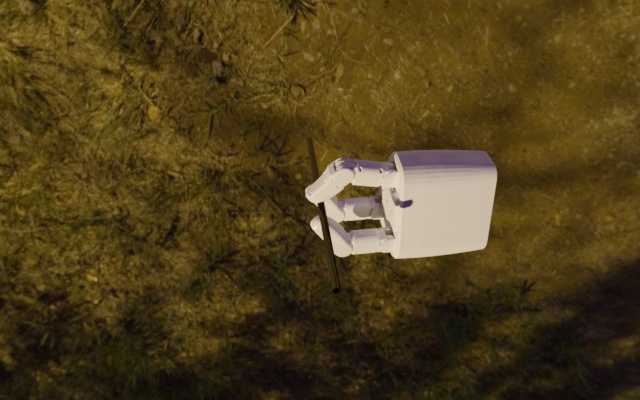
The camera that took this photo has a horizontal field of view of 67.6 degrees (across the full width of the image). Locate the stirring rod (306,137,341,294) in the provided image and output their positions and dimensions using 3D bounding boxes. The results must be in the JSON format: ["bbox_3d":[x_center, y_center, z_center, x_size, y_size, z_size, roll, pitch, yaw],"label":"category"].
[{"bbox_3d":[0.000,0.002,0.512,0.011,0.011,0.239,0,41,-9],"label":"stirring rod"}]
